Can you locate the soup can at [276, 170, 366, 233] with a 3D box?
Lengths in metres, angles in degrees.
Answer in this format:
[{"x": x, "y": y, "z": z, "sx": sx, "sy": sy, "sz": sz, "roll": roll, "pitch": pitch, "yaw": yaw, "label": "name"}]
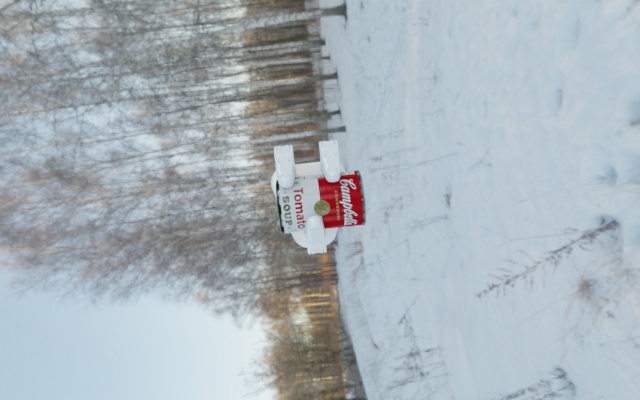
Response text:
[{"x": 0.000, "y": 0.002, "z": 0.580, "sx": 0.102, "sy": 0.068, "sz": 0.068, "roll": -6, "pitch": 0, "yaw": -2, "label": "soup can"}]
